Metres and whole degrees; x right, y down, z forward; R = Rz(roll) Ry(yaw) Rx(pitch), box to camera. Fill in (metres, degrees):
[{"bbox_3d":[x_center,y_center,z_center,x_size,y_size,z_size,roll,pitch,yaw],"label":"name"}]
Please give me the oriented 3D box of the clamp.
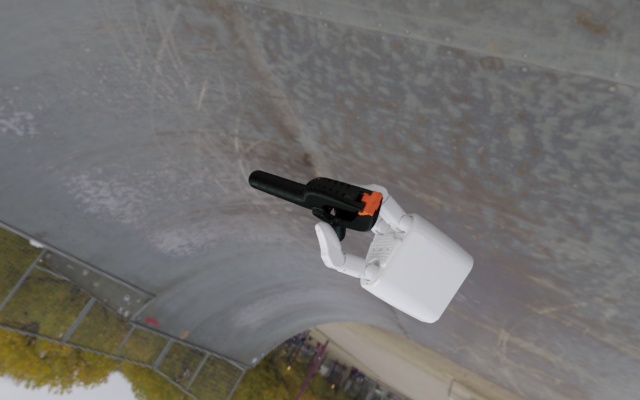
[{"bbox_3d":[0.000,0.003,0.588,0.164,0.036,0.210,32,-16,-16],"label":"clamp"}]
